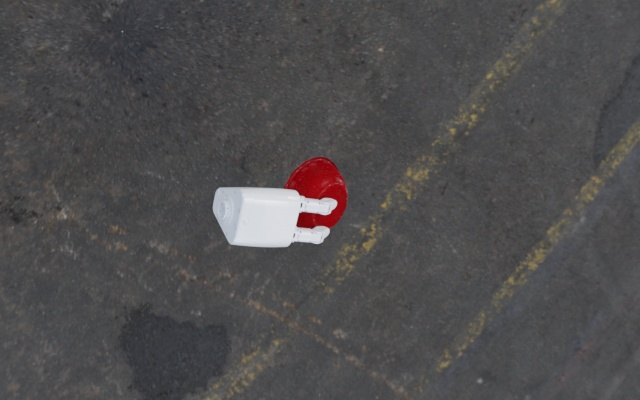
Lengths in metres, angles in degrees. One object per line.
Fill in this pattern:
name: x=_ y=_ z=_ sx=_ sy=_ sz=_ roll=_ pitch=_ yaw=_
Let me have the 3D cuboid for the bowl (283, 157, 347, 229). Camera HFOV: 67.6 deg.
bowl: x=0.001 y=0.003 z=0.893 sx=0.055 sy=0.162 sz=0.162 roll=25 pitch=16 yaw=38
